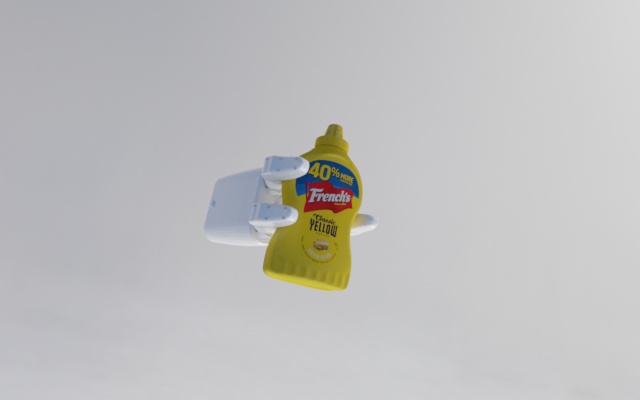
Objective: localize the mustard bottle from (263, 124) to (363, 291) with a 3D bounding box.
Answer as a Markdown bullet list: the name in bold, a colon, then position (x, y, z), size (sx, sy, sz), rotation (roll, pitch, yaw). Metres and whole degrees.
- **mustard bottle**: position (0.000, 0.002, 0.548), size (0.096, 0.191, 0.058), rotation (17, -17, -19)
